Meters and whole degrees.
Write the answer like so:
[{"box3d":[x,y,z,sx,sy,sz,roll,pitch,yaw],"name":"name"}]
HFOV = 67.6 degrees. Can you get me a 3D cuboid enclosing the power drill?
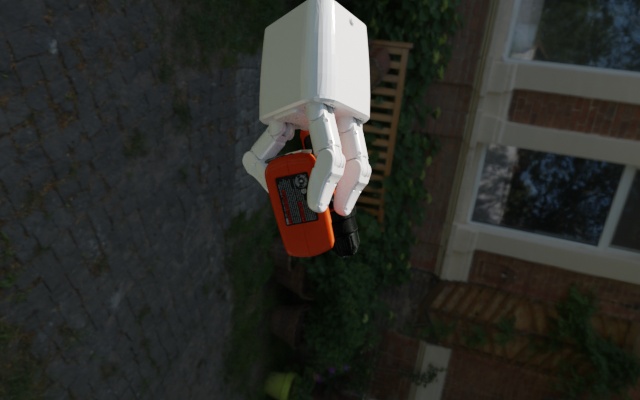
[{"box3d":[0.000,0.002,0.562,0.057,0.184,0.187,-14,9,13],"name":"power drill"}]
